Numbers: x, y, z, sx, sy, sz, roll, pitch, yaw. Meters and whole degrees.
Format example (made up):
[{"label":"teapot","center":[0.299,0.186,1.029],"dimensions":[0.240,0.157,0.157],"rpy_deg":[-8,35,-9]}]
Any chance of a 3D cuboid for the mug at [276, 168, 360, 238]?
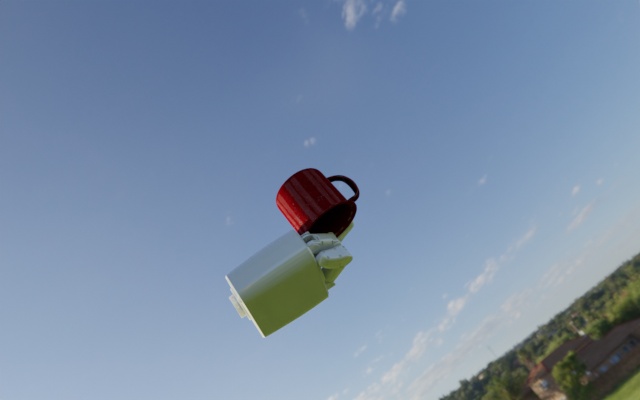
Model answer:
[{"label":"mug","center":[0.001,0.001,0.677],"dimensions":[0.117,0.081,0.093],"rpy_deg":[-33,-29,-15]}]
